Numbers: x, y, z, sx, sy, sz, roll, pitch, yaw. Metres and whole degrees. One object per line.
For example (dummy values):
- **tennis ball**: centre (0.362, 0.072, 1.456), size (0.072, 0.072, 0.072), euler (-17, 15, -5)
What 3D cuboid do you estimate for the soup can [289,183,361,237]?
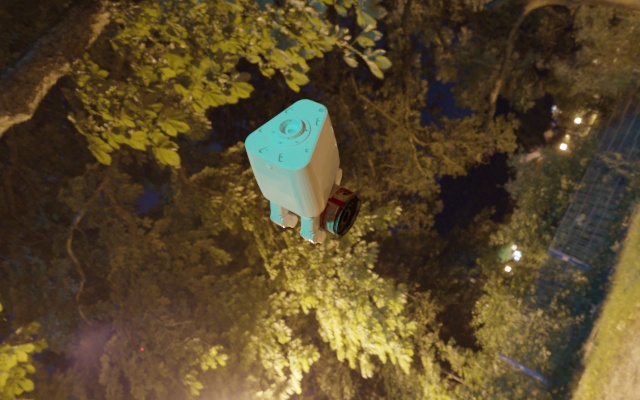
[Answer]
- **soup can**: centre (0.000, 0.002, 0.713), size (0.102, 0.068, 0.068), euler (25, 11, 24)
